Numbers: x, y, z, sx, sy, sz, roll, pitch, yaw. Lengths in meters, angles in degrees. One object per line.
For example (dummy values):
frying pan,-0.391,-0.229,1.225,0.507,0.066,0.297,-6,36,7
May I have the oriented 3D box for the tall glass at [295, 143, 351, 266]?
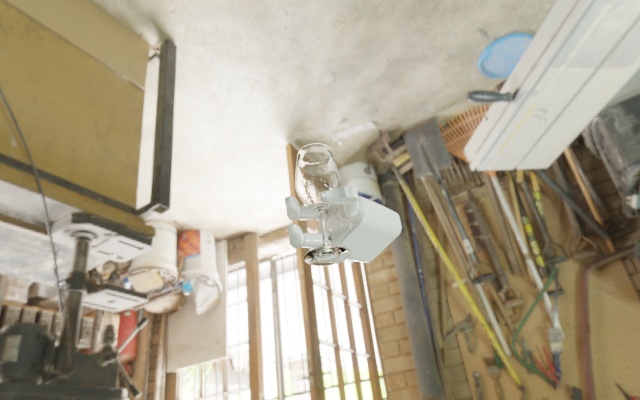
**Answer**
tall glass,0.000,0.003,0.795,0.079,0.201,0.079,-5,-30,-3
